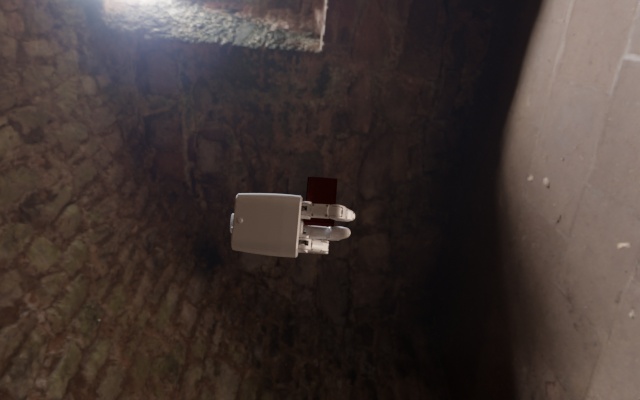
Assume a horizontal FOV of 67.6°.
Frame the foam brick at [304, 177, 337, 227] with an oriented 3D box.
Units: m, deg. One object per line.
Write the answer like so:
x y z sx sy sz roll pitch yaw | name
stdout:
0.000 0.002 0.804 0.051 0.078 0.053 5 -9 0 | foam brick
